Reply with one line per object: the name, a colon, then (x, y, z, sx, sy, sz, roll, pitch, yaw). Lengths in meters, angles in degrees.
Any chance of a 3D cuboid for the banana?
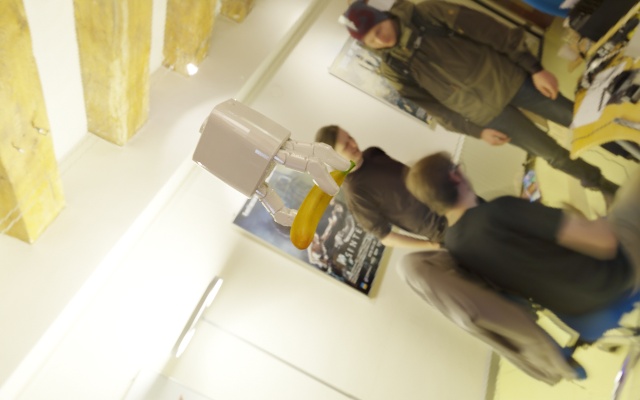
banana: (-0.007, 0.010, 0.698, 0.037, 0.197, 0.070, 35, -44, -6)
